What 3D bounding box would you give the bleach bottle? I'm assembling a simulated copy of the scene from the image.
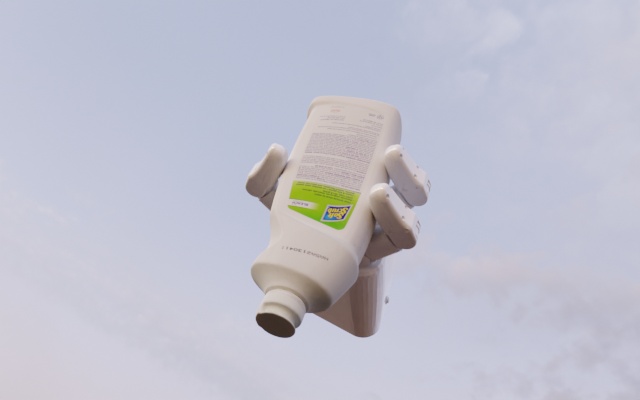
[{"bbox_3d":[0.000,0.001,0.408,0.102,0.068,0.250,9,43,17],"label":"bleach bottle"}]
